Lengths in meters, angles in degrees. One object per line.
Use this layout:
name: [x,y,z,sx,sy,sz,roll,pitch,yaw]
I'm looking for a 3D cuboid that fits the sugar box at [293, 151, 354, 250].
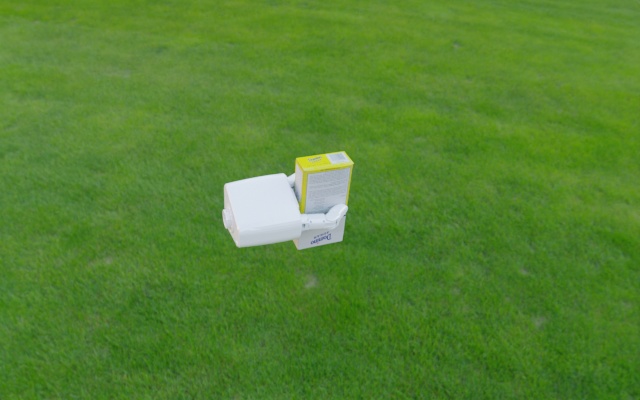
sugar box: [0.000,0.002,0.846,0.093,0.176,0.048,-9,42,-20]
